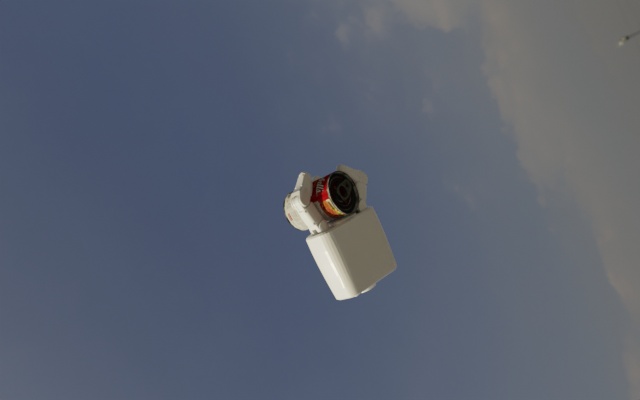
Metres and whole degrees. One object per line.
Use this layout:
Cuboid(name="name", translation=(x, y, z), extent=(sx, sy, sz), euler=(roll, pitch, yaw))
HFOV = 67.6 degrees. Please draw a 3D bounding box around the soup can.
Cuboid(name="soup can", translation=(0.000, 0.002, 0.738), extent=(0.102, 0.068, 0.068), euler=(-22, -15, 41))
